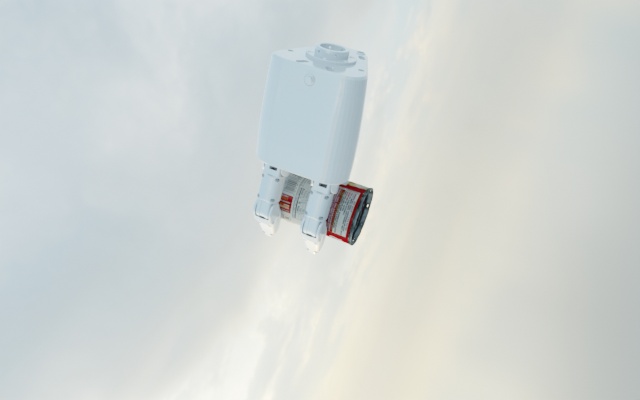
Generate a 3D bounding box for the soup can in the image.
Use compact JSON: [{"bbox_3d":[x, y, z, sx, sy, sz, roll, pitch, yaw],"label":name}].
[{"bbox_3d":[0.000,0.002,0.538,0.102,0.068,0.068,20,5,14],"label":"soup can"}]
